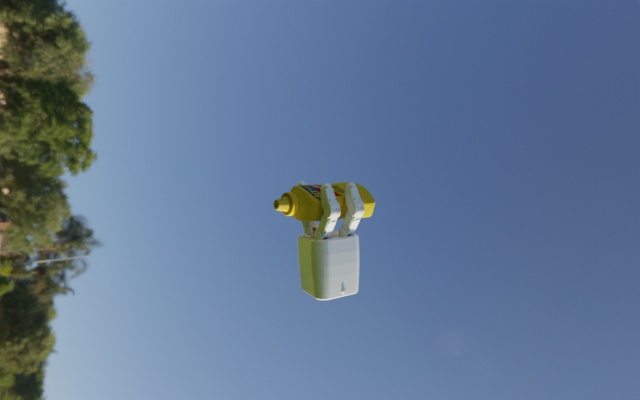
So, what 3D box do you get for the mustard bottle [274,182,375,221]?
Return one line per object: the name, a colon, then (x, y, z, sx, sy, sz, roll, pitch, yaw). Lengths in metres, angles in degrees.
mustard bottle: (0.000, 0.002, 0.866, 0.191, 0.058, 0.096, -4, 29, -37)
